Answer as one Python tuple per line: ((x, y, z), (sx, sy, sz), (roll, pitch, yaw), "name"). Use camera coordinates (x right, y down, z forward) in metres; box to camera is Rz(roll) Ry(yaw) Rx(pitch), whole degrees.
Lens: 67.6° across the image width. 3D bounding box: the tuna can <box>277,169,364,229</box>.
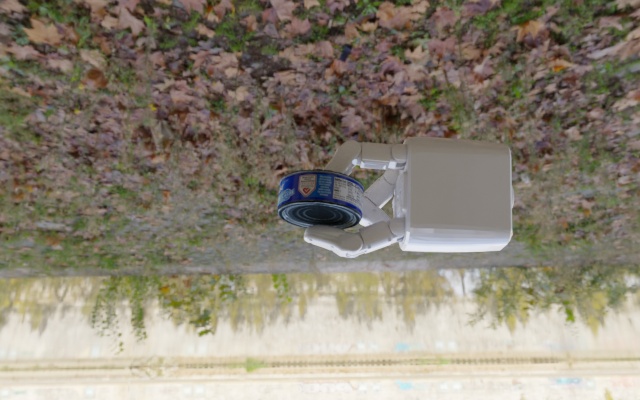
((0.000, 0.002, 0.475), (0.086, 0.033, 0.086), (4, -21, 2), "tuna can")
